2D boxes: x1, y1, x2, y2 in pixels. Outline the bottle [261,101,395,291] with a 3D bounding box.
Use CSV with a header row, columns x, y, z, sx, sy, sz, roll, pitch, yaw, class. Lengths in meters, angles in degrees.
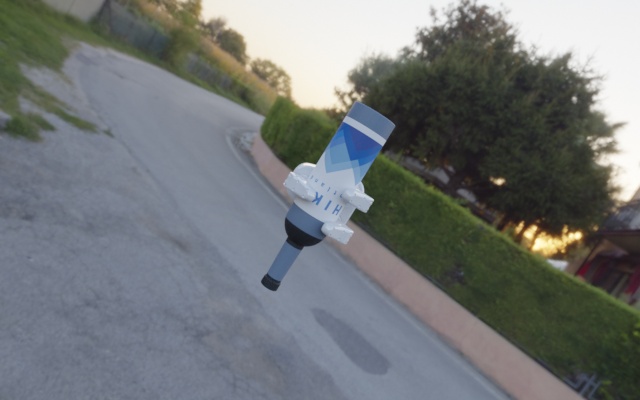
x,y,z,sx,sy,sz,roll,pitch,yaw,class
0.000,0.002,0.688,0.069,0.296,0.069,31,7,-4,bottle
